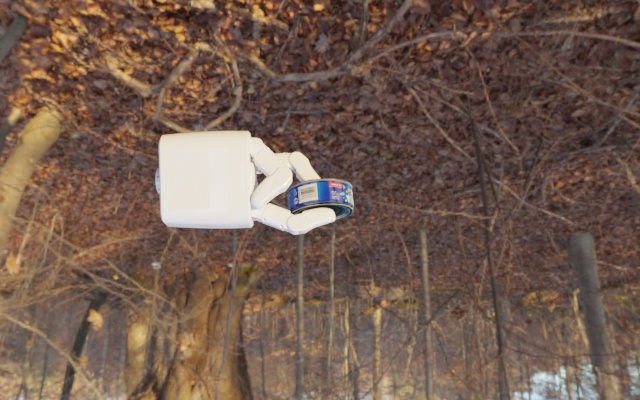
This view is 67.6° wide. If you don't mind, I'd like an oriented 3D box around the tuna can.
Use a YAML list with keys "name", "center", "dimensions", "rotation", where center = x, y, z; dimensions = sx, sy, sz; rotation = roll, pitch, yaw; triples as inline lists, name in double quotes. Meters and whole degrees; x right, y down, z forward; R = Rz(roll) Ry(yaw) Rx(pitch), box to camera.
- name: "tuna can"
  center: [0.000, 0.003, 0.617]
  dimensions: [0.086, 0.033, 0.086]
  rotation: [-5, -18, -2]
